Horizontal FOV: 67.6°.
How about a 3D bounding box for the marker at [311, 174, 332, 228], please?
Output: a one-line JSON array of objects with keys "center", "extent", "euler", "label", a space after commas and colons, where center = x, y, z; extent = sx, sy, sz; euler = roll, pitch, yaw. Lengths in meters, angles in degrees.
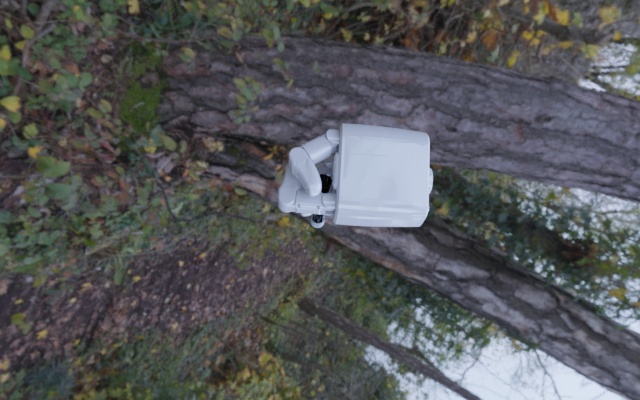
[{"center": [0.000, 0.002, 0.598], "extent": [0.020, 0.020, 0.121], "euler": [0, -27, -5], "label": "marker"}]
